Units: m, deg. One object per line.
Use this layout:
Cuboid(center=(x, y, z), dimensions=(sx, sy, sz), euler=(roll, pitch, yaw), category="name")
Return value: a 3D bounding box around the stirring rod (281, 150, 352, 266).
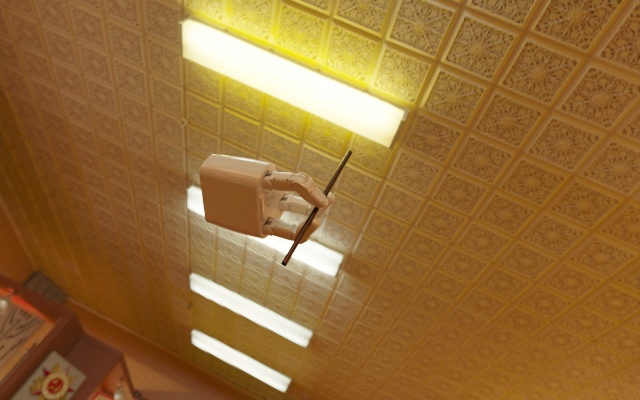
Cuboid(center=(0.000, 0.002, 0.690), dimensions=(0.011, 0.011, 0.239), euler=(0, 42, 32), category="stirring rod")
